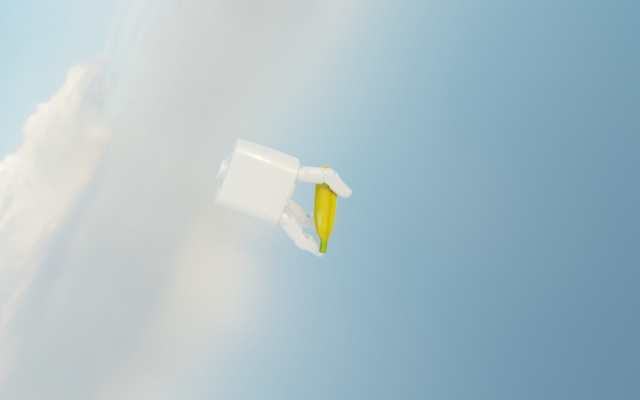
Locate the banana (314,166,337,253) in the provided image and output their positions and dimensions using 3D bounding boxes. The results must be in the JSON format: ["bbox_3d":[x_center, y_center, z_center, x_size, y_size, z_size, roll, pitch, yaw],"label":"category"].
[{"bbox_3d":[0.006,-0.007,0.824,0.037,0.197,0.070,14,-45,-10],"label":"banana"}]
